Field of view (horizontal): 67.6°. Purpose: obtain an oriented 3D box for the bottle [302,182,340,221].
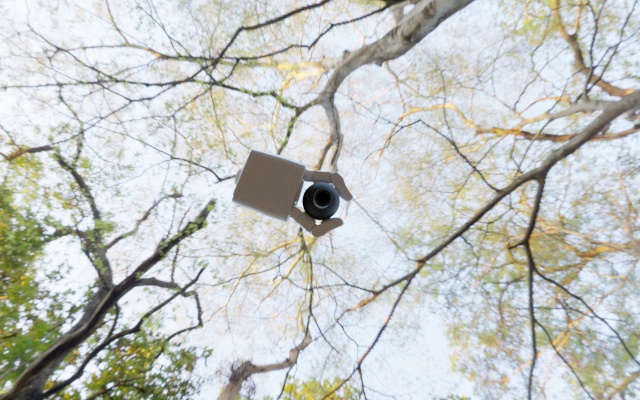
[{"bbox_3d":[0.000,0.003,0.866,0.069,0.069,0.296,0,-3,-1],"label":"bottle"}]
